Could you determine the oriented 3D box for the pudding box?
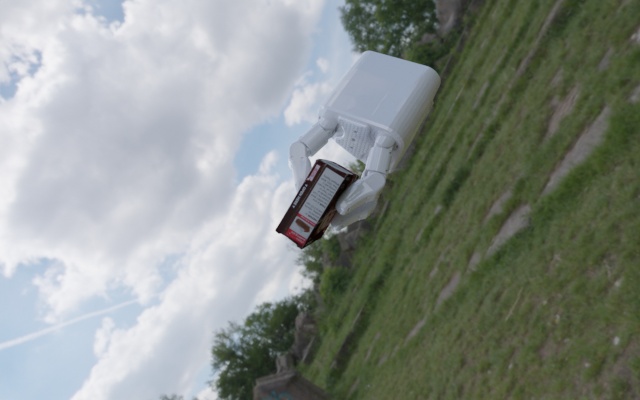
[{"bbox_3d":[0.000,0.002,0.525,0.039,0.090,0.113,32,7,10],"label":"pudding box"}]
